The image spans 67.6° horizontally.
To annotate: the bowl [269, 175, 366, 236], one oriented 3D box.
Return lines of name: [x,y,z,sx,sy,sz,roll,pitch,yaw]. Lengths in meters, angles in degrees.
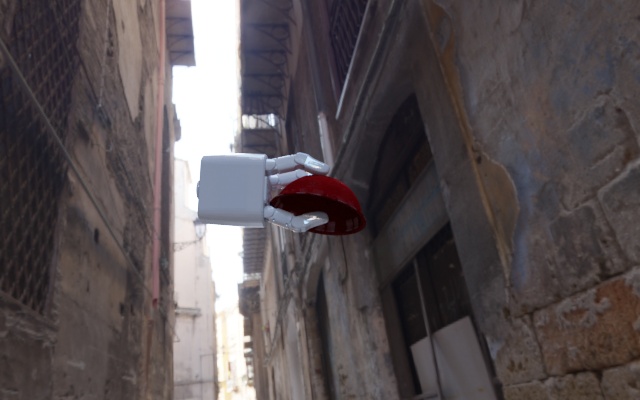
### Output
bowl: [0.001,0.003,0.792,0.162,0.055,0.162,10,-24,5]
